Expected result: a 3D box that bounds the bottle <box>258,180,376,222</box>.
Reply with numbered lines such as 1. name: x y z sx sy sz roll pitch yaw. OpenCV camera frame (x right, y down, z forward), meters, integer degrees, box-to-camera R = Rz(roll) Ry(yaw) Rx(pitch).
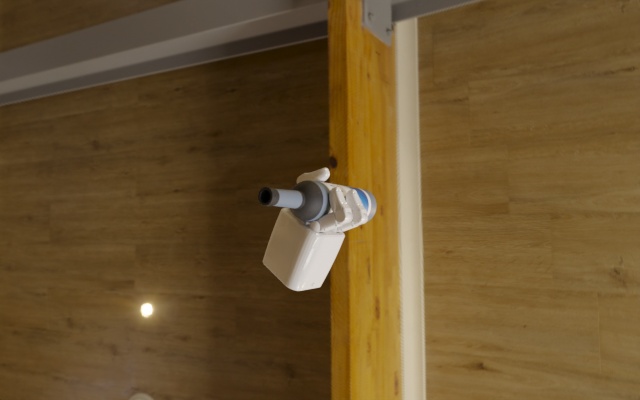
1. bottle: 0.000 0.003 0.798 0.069 0.069 0.296 0 -3 32
